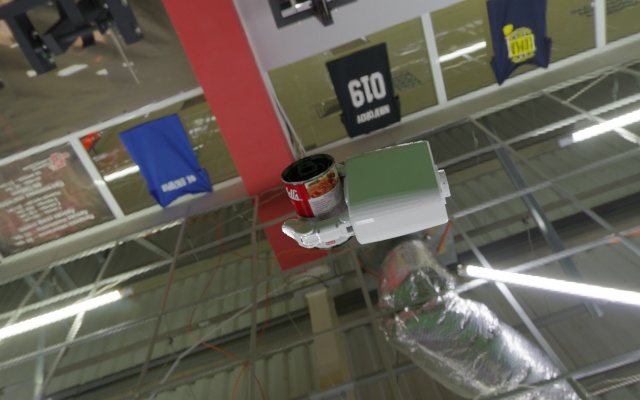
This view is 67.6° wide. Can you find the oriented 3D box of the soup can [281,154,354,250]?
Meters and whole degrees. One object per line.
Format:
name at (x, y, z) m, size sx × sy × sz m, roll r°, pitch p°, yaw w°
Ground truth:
soup can at (0.000, 0.002, 0.599) m, size 0.068 × 0.102 × 0.068 m, roll -16°, pitch 28°, yaw 9°
